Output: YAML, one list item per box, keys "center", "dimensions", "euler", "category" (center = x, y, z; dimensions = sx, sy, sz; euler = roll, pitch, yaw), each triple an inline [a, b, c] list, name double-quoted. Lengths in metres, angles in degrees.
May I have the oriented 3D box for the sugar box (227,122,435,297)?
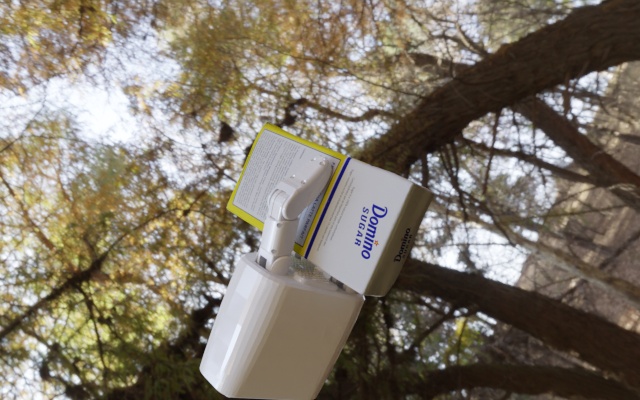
- center: [0.000, 0.002, 0.413]
  dimensions: [0.176, 0.093, 0.048]
  euler: [28, 6, 37]
  category: "sugar box"
